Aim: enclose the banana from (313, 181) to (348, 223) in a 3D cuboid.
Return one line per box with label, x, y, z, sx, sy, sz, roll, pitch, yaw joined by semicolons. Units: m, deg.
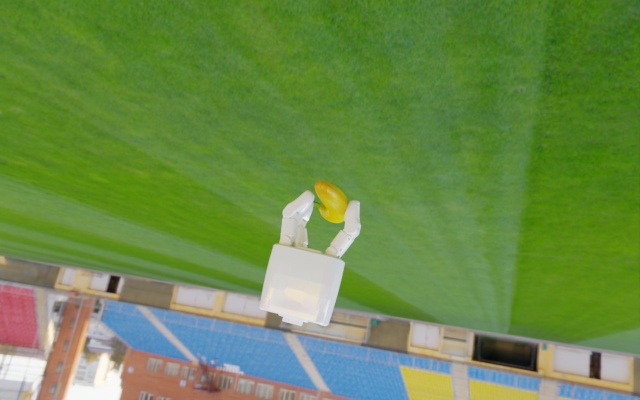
banana;0.018;0.009;0.810;0.069;0.037;0.198;18;-12;0
